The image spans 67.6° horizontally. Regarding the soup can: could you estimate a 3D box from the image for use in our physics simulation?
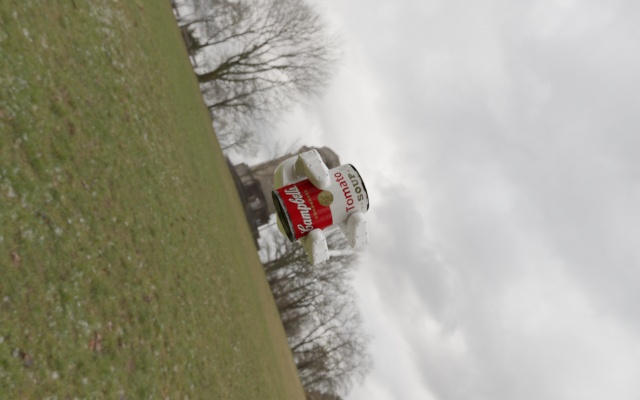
[{"bbox_3d":[0.000,0.002,0.583,0.102,0.068,0.068,-21,5,-13],"label":"soup can"}]
